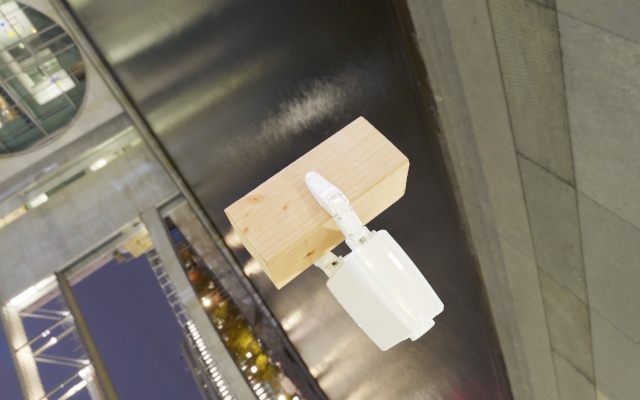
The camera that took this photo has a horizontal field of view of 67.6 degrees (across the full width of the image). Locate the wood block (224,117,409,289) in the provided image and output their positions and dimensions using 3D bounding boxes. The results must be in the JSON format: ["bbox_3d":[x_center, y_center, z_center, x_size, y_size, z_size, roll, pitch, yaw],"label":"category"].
[{"bbox_3d":[0.000,0.002,0.591,0.206,0.090,0.091,-36,-25,-14],"label":"wood block"}]
